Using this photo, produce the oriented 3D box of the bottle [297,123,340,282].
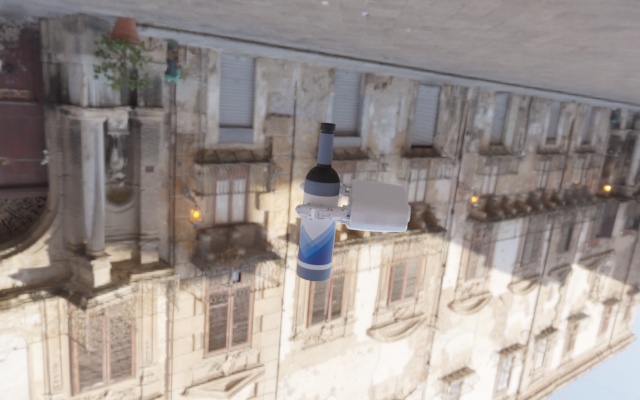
[{"bbox_3d":[0.000,0.003,0.898,0.069,0.296,0.069,5,14,-1],"label":"bottle"}]
